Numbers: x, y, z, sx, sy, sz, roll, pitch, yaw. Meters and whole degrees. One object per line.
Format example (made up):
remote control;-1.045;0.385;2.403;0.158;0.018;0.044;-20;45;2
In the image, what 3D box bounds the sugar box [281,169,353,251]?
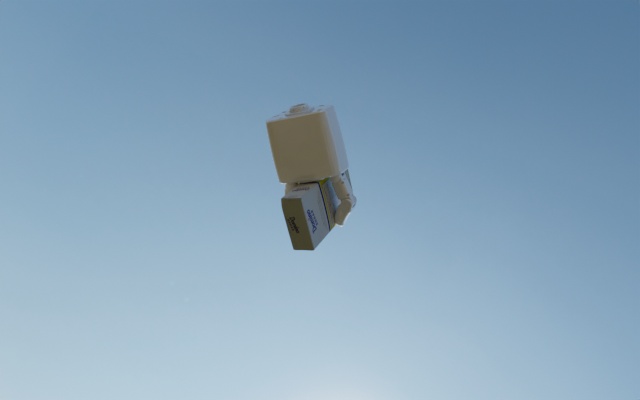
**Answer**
sugar box;0.000;0.002;0.807;0.048;0.093;0.176;-1;23;31
